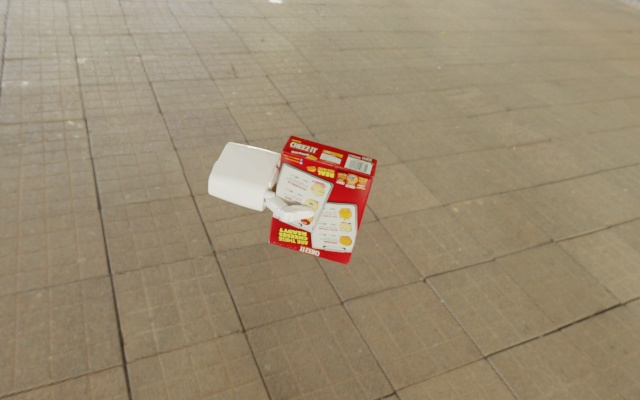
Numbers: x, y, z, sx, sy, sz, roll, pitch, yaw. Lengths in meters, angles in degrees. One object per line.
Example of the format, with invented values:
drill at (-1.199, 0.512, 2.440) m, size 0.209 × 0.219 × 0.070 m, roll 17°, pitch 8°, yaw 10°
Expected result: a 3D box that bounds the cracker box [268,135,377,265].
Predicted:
cracker box at (0.000, 0.003, 0.883) m, size 0.164 × 0.214 × 0.072 m, roll 15°, pitch 38°, yaw 4°
